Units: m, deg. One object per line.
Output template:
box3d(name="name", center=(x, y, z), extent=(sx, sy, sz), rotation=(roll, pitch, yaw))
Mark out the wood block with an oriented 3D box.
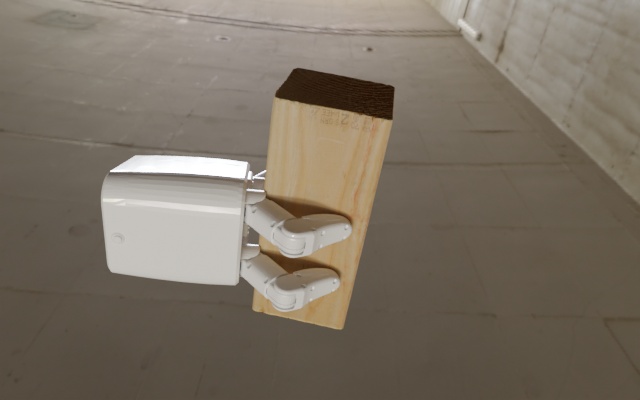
box3d(name="wood block", center=(0.000, 0.001, 0.425), extent=(0.090, 0.206, 0.090), rotation=(11, 31, 2))
